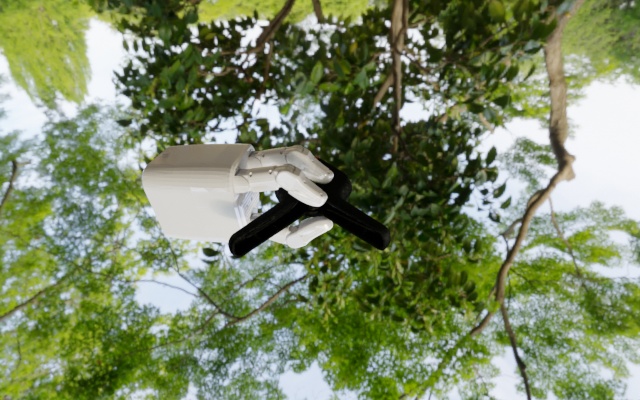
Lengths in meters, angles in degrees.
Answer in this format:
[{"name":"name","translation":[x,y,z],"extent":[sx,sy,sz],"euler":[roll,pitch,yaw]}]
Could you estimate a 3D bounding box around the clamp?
[{"name":"clamp","translation":[0.000,0.002,0.558],"extent":[0.164,0.036,0.210],"euler":[1,28,9]}]
